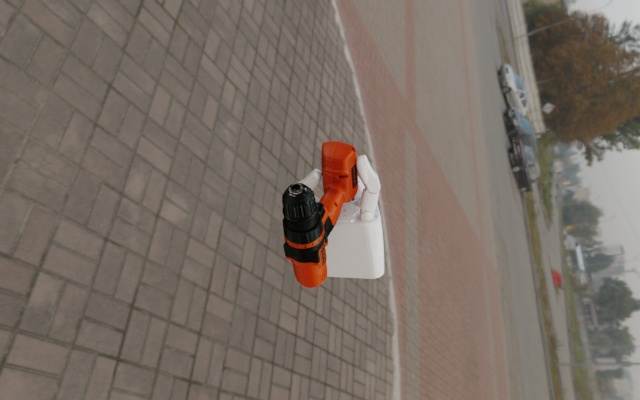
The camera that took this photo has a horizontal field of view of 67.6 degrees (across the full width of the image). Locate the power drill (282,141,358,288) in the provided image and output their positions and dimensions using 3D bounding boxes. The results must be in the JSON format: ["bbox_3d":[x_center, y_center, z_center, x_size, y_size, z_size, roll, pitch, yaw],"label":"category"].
[{"bbox_3d":[0.000,0.002,0.667,0.057,0.185,0.187,12,48,16],"label":"power drill"}]
